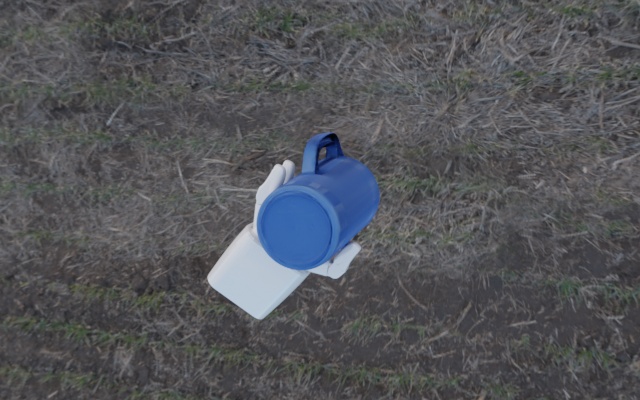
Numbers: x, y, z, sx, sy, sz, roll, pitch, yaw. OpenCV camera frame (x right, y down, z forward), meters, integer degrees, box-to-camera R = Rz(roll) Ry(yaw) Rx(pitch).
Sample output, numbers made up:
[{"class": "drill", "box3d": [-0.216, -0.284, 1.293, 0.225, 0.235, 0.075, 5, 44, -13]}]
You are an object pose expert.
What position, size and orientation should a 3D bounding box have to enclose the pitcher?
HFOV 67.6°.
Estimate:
[{"class": "pitcher", "box3d": [0.000, 0.002, 0.681, 0.149, 0.145, 0.243, 43, 18, 4]}]
